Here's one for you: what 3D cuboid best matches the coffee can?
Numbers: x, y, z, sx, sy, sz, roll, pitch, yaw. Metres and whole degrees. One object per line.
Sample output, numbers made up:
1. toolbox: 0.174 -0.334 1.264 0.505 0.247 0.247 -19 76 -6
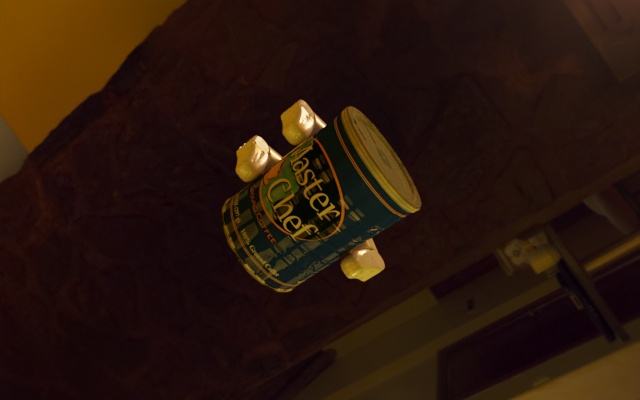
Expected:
1. coffee can: 0.000 0.001 0.416 0.140 0.102 0.103 -35 -13 19
